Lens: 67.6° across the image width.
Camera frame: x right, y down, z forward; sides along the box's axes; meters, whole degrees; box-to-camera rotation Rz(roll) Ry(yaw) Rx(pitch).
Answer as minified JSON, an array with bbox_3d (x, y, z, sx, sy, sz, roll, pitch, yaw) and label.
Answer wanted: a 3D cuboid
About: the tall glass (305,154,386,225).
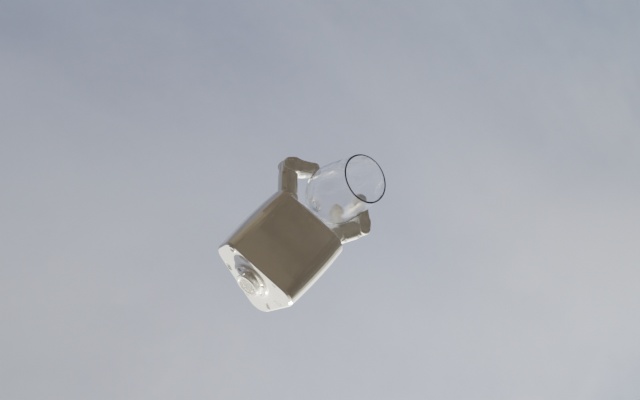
[{"bbox_3d":[0.000,0.002,0.644,0.079,0.079,0.201,0,-17,-35],"label":"tall glass"}]
